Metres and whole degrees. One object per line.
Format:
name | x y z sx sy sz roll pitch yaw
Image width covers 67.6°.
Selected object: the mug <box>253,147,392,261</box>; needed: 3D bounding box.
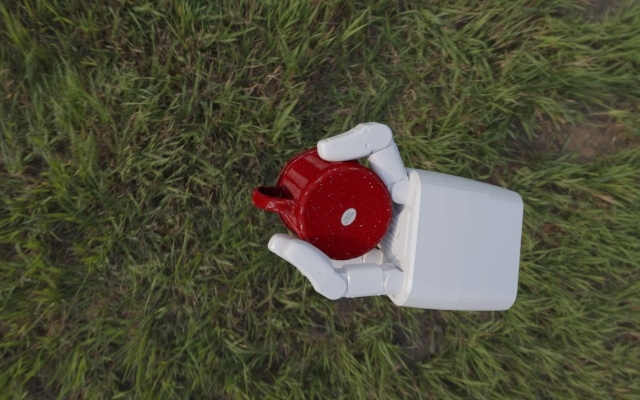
mug | -0.001 0.001 0.414 0.117 0.093 0.081 7 10 -15
